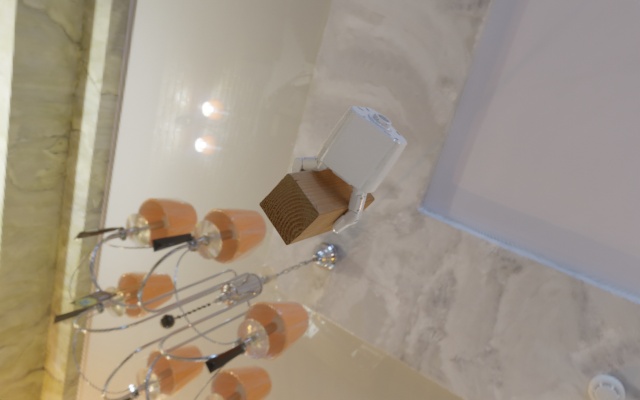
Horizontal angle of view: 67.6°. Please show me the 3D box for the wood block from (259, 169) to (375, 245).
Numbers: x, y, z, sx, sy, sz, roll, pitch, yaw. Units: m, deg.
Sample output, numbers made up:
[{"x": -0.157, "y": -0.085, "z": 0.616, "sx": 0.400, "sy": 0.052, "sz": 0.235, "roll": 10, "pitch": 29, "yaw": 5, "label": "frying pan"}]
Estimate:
[{"x": 0.001, "y": 0.003, "z": 0.868, "sx": 0.090, "sy": 0.091, "sz": 0.206, "roll": -44, "pitch": -16, "yaw": 29, "label": "wood block"}]
